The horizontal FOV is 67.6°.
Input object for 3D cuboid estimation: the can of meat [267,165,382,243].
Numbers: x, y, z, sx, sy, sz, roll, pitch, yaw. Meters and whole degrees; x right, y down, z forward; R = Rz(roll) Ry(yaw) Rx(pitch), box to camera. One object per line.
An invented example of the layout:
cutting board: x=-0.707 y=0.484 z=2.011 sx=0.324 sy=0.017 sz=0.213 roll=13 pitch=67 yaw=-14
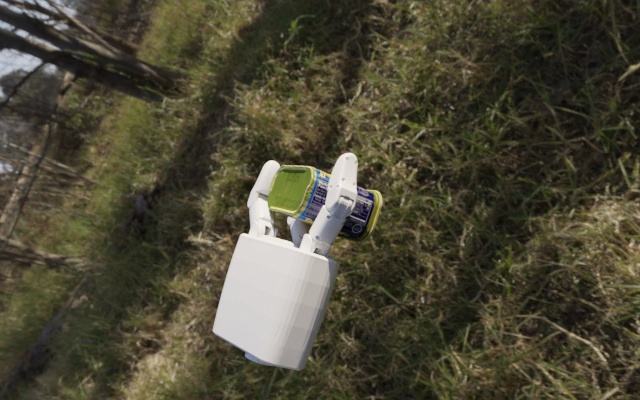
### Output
can of meat: x=0.000 y=0.001 z=0.503 sx=0.084 sy=0.057 sz=0.102 roll=21 pitch=-6 yaw=-27
